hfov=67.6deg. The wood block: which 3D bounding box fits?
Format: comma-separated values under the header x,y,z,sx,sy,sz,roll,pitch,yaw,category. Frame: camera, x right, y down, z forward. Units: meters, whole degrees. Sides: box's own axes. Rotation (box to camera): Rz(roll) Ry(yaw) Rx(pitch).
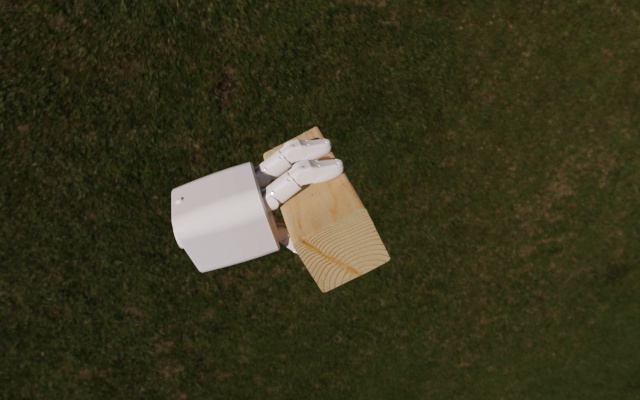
x,y,z,sx,sy,sz,roll,pitch,yaw,category
0.000,0.002,0.609,0.090,0.091,0.206,-27,37,2,wood block
